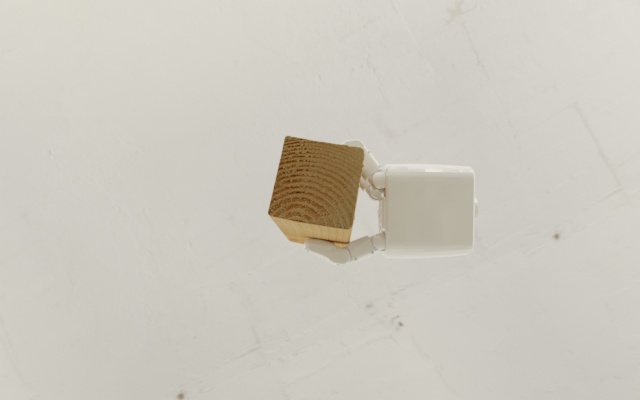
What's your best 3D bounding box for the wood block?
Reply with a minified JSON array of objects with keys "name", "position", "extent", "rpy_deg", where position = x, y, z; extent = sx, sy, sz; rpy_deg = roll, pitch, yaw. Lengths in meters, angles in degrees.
[{"name":"wood block","position":[0.000,0.002,0.595],"extent":[0.090,0.091,0.206],"rpy_deg":[10,-12,4]}]
